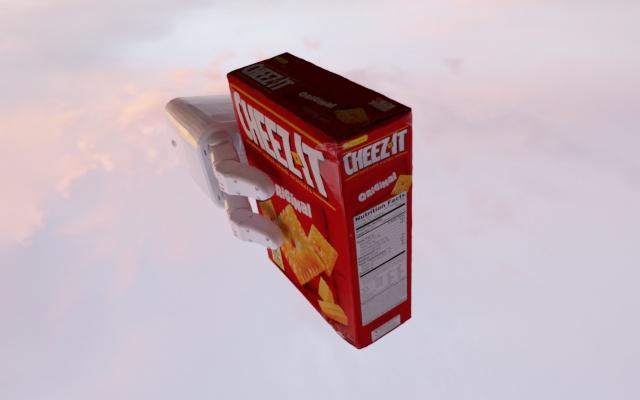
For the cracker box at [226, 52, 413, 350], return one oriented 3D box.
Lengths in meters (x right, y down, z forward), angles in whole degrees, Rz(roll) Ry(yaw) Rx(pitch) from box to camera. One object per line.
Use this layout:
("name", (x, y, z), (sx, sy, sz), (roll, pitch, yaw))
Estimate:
("cracker box", (0.000, 0.001, 0.416), (0.072, 0.214, 0.164), (-27, 41, -23))
